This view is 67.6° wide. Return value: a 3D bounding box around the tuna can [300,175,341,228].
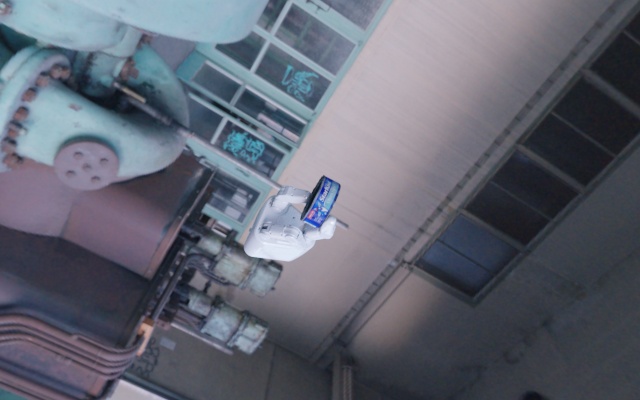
[{"bbox_3d":[0.001,0.003,0.795,0.034,0.086,0.086,27,-4,-7],"label":"tuna can"}]
